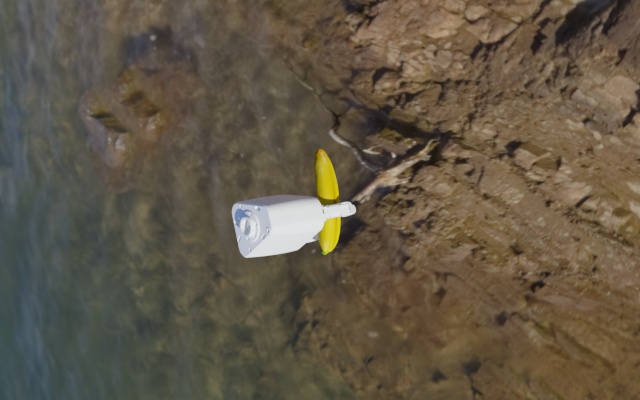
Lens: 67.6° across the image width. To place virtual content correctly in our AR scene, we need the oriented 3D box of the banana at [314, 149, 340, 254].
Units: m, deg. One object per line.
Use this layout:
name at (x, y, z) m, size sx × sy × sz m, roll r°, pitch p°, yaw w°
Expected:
banana at (0.009, 0.009, 0.846) m, size 0.037 × 0.198 × 0.069 m, roll -6°, pitch 12°, yaw -26°
